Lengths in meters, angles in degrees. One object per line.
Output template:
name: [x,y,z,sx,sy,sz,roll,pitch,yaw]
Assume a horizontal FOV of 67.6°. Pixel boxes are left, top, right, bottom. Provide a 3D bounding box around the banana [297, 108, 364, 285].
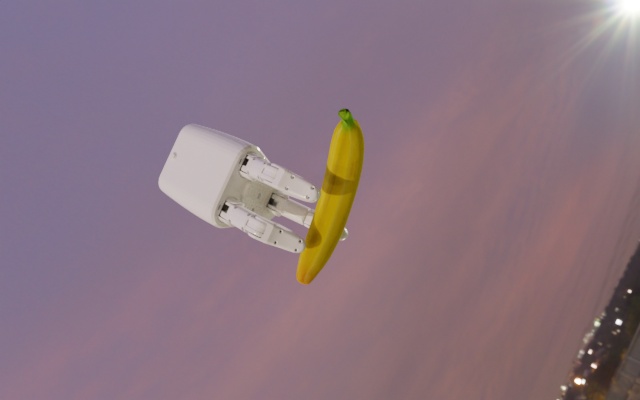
banana: [0.011,-0.005,0.508,0.037,0.198,0.069,25,25,28]
